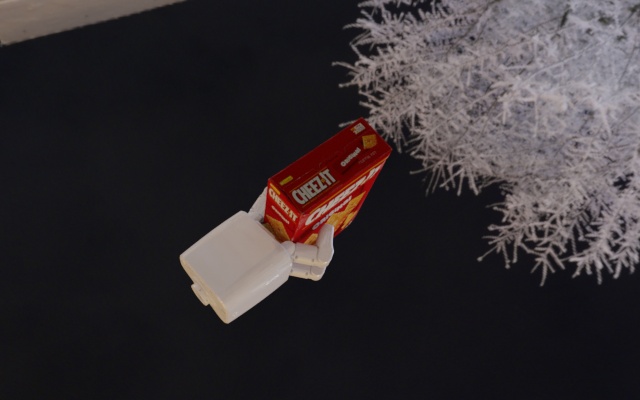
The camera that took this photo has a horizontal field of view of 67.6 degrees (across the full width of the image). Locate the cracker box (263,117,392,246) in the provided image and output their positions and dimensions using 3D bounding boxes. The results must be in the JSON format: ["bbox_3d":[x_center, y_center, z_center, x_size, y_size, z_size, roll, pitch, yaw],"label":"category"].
[{"bbox_3d":[0.000,0.002,0.688,0.164,0.072,0.214,-37,-15,-25],"label":"cracker box"}]
